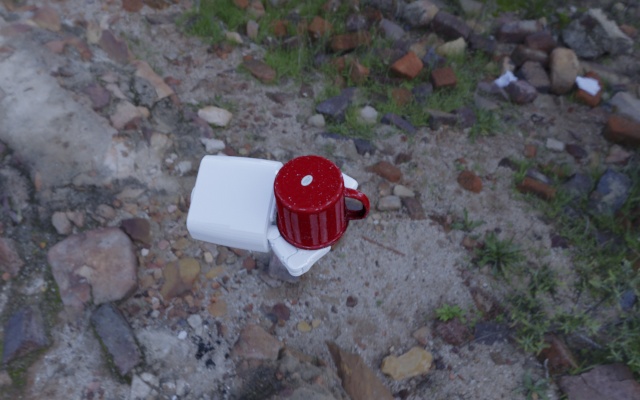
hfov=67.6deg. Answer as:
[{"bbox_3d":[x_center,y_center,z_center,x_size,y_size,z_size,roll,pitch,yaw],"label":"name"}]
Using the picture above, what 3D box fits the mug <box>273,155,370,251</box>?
[{"bbox_3d":[0.001,0.002,0.567,0.117,0.093,0.082,7,-32,8],"label":"mug"}]
